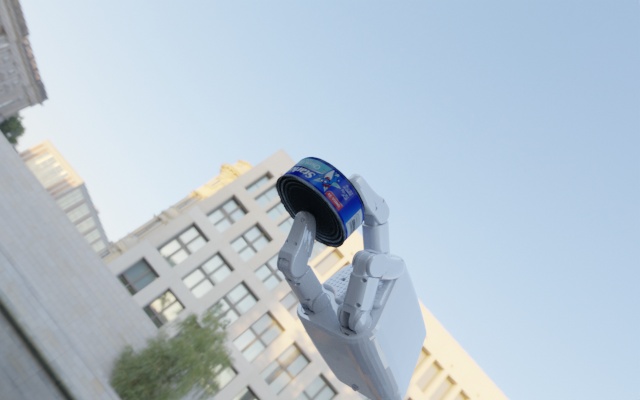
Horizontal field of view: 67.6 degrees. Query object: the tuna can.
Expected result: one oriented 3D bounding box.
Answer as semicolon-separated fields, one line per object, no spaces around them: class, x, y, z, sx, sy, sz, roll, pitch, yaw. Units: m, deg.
tuna can;0.000;0.001;0.449;0.033;0.086;0.086;-43;21;-25
